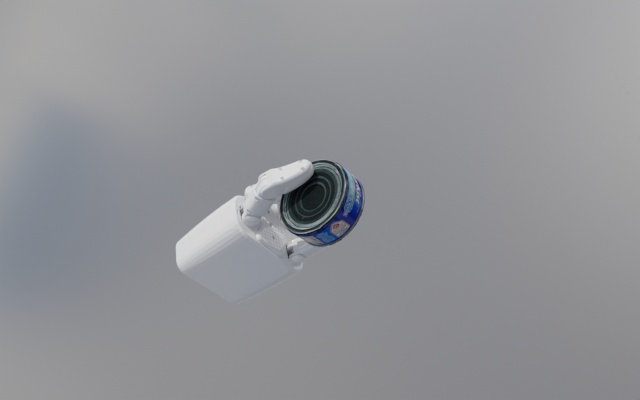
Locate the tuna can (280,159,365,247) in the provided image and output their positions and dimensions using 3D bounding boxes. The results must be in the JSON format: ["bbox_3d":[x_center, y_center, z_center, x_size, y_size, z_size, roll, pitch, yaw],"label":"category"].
[{"bbox_3d":[0.000,0.001,0.487,0.086,0.086,0.034,0,-24,40],"label":"tuna can"}]
